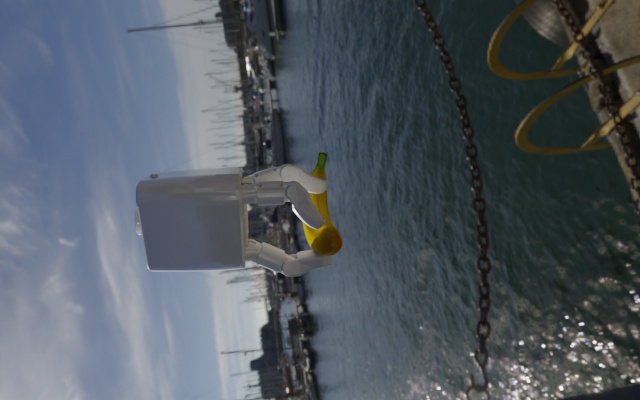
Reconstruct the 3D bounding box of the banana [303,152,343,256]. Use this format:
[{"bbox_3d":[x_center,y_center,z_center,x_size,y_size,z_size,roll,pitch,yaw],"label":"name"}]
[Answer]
[{"bbox_3d":[-0.002,0.015,0.593,0.037,0.070,0.197,2,35,-9],"label":"banana"}]
